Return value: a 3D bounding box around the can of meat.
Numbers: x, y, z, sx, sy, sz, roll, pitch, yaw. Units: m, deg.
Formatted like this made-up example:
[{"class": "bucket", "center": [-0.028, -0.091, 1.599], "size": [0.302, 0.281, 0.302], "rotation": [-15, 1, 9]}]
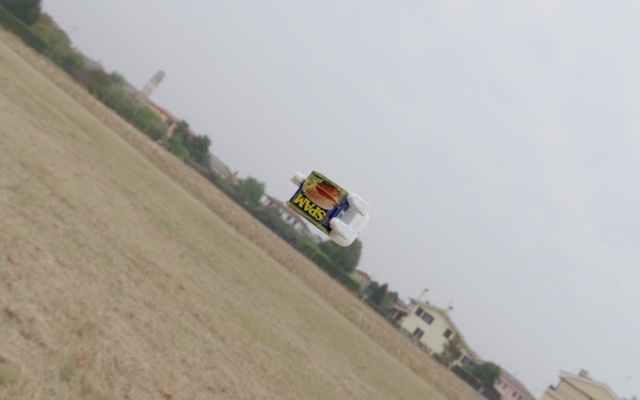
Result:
[{"class": "can of meat", "center": [0.000, 0.003, 0.895], "size": [0.102, 0.084, 0.057], "rotation": [36, -6, 24]}]
